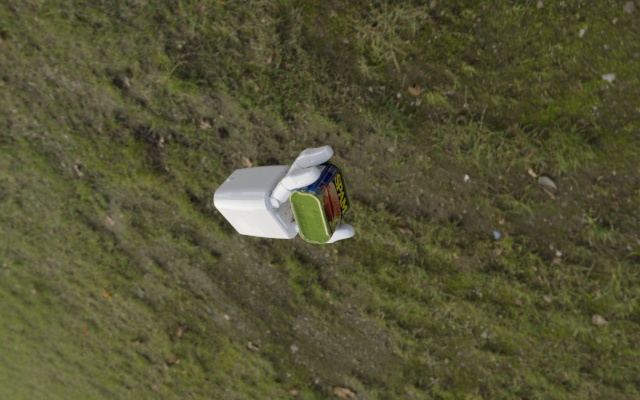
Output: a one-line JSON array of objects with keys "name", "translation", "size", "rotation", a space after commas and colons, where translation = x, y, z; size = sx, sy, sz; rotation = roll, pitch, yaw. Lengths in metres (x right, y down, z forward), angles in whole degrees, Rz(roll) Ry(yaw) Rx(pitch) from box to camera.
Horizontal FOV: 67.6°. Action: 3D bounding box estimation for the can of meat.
[{"name": "can of meat", "translation": [0.000, 0.003, 0.722], "size": [0.057, 0.102, 0.084], "rotation": [4, 38, 26]}]
